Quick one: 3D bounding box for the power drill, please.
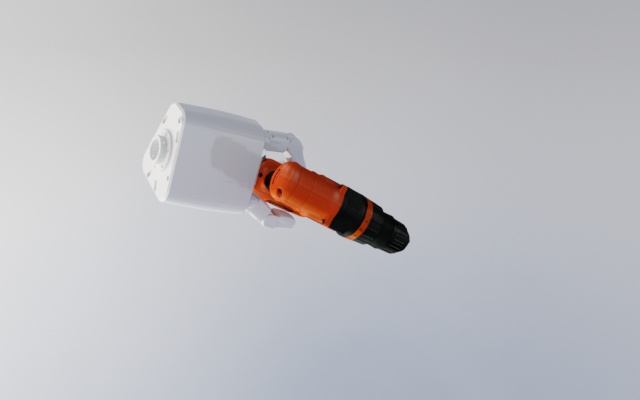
[{"bbox_3d":[0.000,0.002,0.592,0.184,0.057,0.187,30,-6,-26],"label":"power drill"}]
